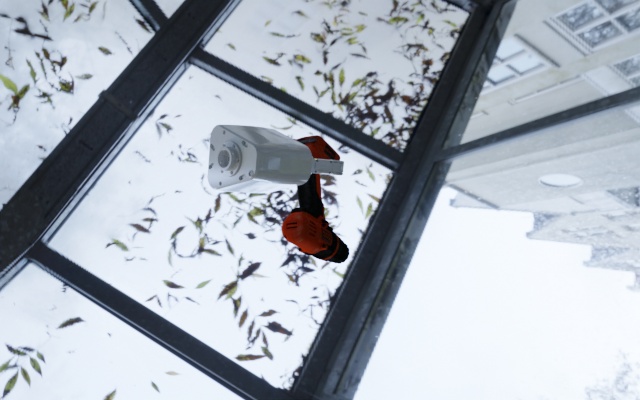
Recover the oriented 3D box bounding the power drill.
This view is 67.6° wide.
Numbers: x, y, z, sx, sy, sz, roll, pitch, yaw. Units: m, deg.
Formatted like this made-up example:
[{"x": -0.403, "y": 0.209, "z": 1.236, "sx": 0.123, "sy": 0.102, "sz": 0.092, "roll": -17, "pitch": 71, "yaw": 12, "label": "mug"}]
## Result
[{"x": 0.000, "y": 0.002, "z": 0.782, "sx": 0.057, "sy": 0.187, "sz": 0.184, "roll": -10, "pitch": -23, "yaw": 22, "label": "power drill"}]
